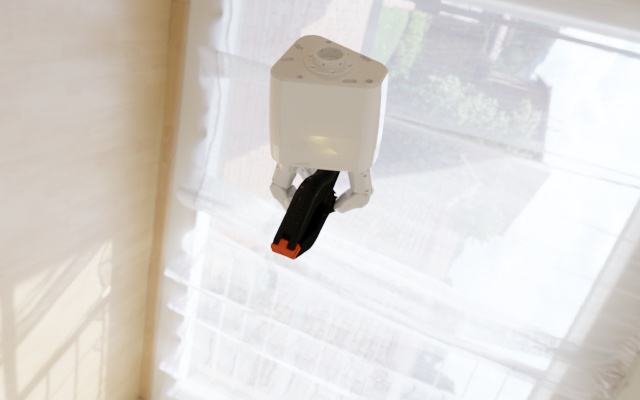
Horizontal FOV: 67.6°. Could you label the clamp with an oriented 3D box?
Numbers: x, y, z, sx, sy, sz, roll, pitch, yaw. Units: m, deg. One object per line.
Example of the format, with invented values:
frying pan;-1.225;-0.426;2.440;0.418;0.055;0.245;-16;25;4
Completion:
clamp;0.001;0.002;0.587;0.036;0.165;0.210;18;49;15
